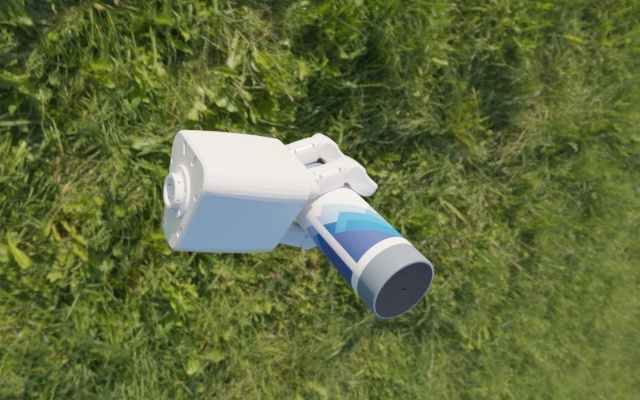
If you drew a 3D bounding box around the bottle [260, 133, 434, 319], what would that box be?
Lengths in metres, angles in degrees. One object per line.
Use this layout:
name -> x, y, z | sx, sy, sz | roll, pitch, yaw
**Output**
bottle -> 0.000, 0.002, 0.516 | 0.069, 0.069, 0.295 | 0, 31, -35
